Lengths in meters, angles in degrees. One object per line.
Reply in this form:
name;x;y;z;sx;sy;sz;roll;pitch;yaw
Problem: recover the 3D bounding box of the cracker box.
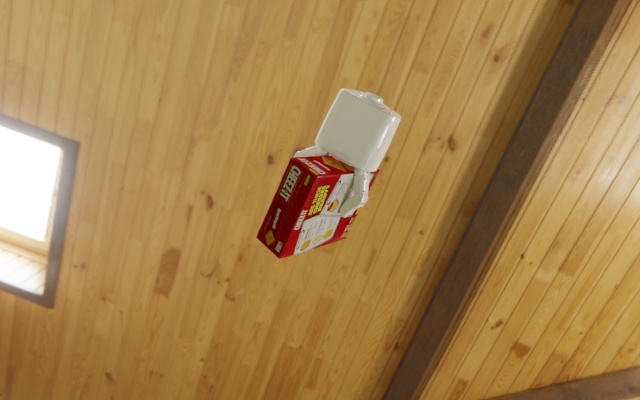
cracker box;0.000;0.003;0.863;0.072;0.164;0.213;36;24;26
